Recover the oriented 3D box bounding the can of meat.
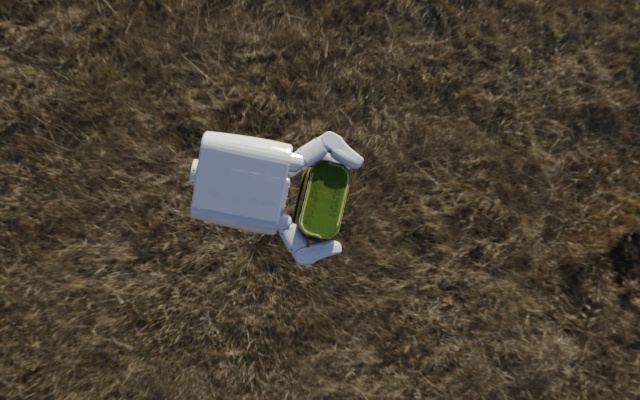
[{"bbox_3d":[0.000,0.002,0.618,0.057,0.102,0.084,13,-6,-6],"label":"can of meat"}]
